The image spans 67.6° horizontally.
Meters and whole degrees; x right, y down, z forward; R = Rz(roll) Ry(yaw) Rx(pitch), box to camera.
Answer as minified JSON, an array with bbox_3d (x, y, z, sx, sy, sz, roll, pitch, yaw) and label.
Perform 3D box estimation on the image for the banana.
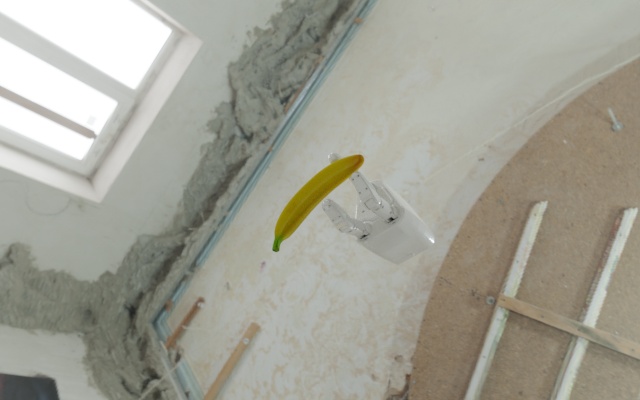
[{"bbox_3d":[-0.009,-0.003,0.749,0.037,0.198,0.069,38,6,-35],"label":"banana"}]
